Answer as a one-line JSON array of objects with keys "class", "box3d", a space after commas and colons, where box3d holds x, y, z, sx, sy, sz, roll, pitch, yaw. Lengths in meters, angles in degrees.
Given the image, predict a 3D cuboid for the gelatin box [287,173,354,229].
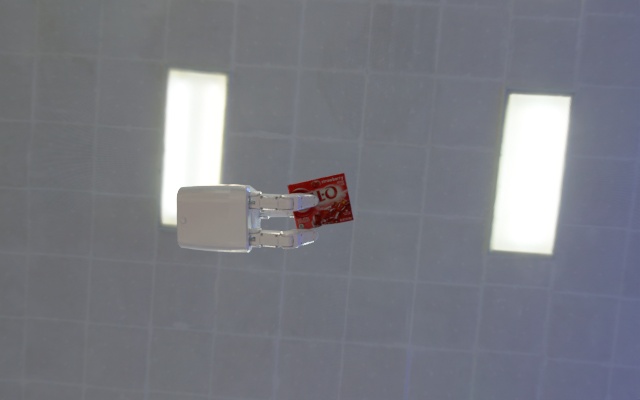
[{"class": "gelatin box", "box3d": [0.000, 0.002, 0.725, 0.089, 0.073, 0.030, -12, 3, 2]}]
